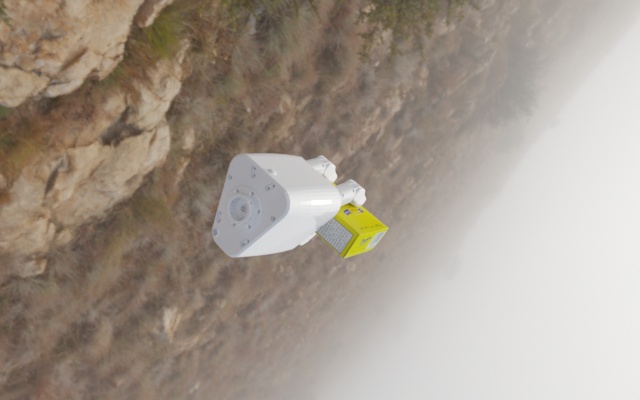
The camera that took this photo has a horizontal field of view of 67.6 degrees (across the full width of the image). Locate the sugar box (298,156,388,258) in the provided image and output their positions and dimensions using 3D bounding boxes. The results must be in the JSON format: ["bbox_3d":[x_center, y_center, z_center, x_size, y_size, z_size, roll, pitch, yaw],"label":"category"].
[{"bbox_3d":[0.000,0.002,0.652,0.176,0.048,0.093,43,22,22],"label":"sugar box"}]
